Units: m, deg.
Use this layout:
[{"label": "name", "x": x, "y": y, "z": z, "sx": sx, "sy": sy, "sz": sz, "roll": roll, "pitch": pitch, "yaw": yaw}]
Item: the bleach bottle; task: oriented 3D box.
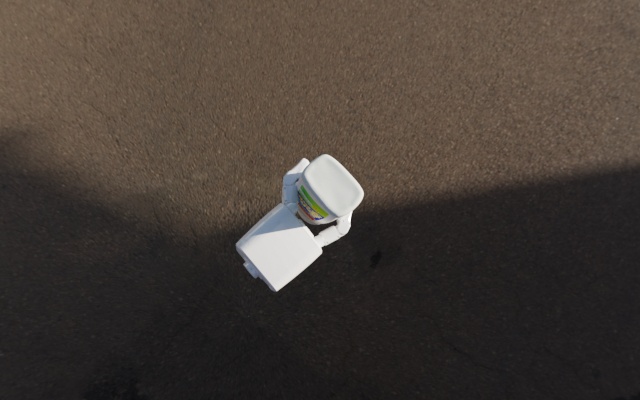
[{"label": "bleach bottle", "x": 0.000, "y": 0.003, "z": 0.847, "sx": 0.068, "sy": 0.102, "sz": 0.251, "roll": -40, "pitch": -5, "yaw": -15}]
